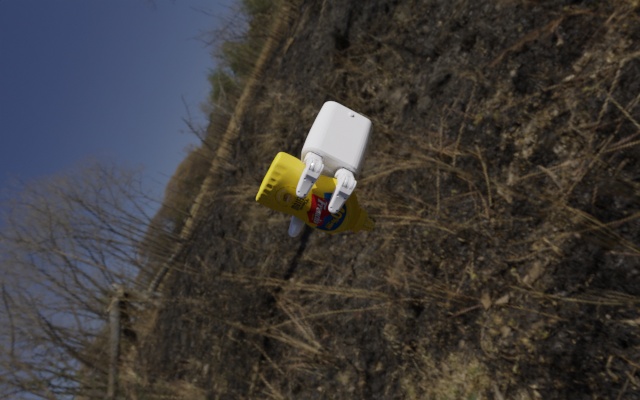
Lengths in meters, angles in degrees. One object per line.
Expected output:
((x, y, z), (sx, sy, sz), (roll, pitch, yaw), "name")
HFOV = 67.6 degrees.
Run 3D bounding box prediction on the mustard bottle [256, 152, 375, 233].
((0.000, 0.003, 0.766), (0.191, 0.096, 0.058), (26, 37, -10), "mustard bottle")
